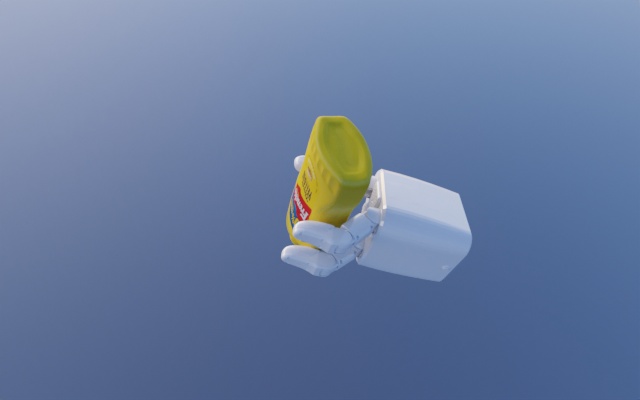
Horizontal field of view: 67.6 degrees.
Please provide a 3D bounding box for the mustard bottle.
[{"bbox_3d":[0.000,0.002,0.545,0.058,0.096,0.192,-5,-34,-21],"label":"mustard bottle"}]
